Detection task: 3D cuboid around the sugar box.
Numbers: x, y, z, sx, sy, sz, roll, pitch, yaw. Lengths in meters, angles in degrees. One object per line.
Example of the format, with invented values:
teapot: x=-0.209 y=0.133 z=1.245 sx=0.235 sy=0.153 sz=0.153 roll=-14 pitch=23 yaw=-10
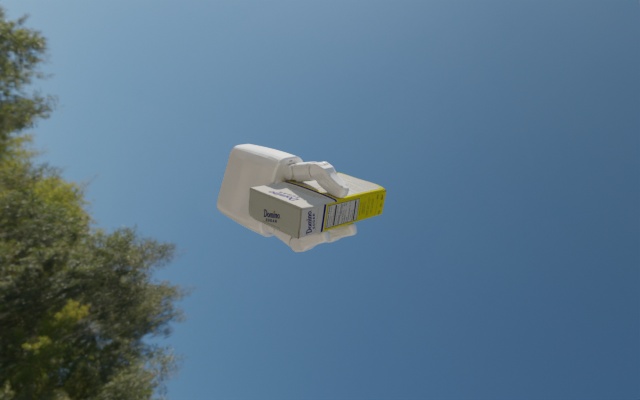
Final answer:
sugar box: x=0.000 y=0.003 z=0.636 sx=0.093 sy=0.048 sz=0.176 roll=21 pitch=24 yaw=38
